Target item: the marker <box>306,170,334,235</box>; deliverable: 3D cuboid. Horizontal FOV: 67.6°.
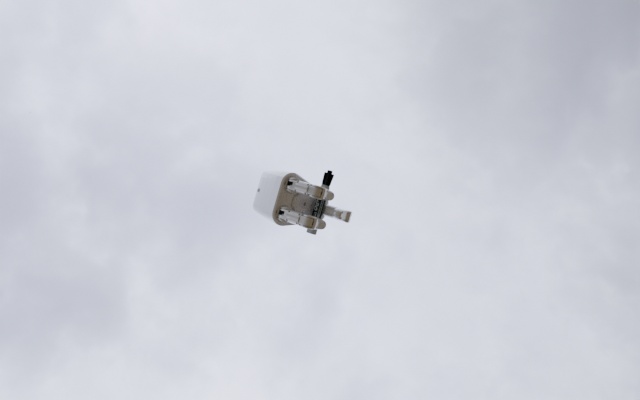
[{"bbox_3d":[0.000,0.003,0.875,0.020,0.121,0.020,17,0,0],"label":"marker"}]
